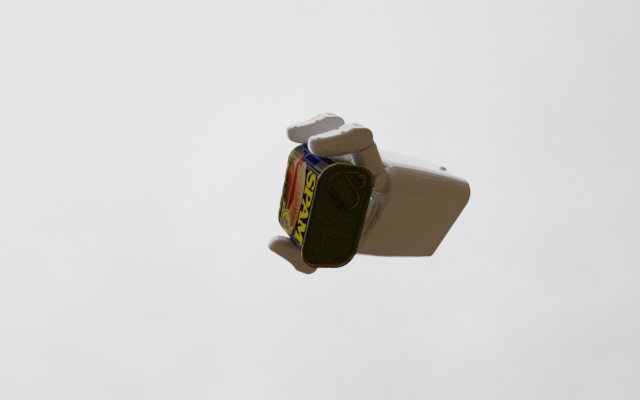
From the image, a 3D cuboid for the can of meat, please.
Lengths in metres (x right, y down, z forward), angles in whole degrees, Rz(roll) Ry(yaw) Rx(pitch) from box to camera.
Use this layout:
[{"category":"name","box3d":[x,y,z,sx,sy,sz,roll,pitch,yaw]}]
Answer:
[{"category":"can of meat","box3d":[0.000,0.001,0.467,0.057,0.102,0.084,4,19,-26]}]
